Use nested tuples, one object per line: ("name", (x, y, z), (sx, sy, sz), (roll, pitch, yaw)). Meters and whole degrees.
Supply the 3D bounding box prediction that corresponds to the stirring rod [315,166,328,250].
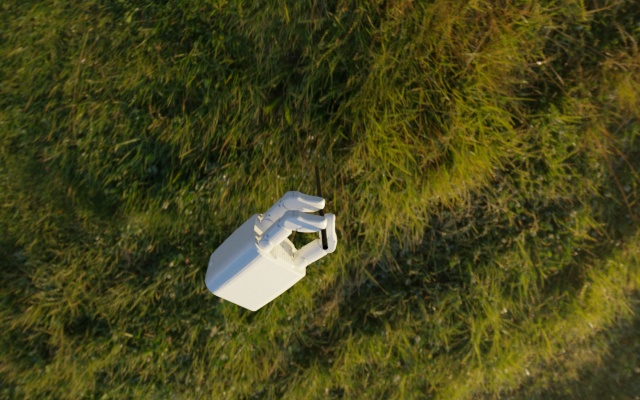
("stirring rod", (0.000, 0.002, 0.726), (0.011, 0.011, 0.239), (0, 29, -3))
